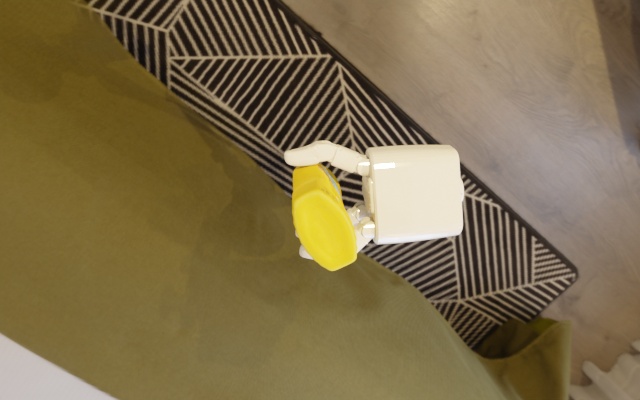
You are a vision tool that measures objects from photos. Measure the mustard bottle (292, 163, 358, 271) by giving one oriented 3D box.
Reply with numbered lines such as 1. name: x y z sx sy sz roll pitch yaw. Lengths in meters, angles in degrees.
1. mustard bottle: 0.000 0.002 0.584 0.058 0.096 0.191 -27 19 6
